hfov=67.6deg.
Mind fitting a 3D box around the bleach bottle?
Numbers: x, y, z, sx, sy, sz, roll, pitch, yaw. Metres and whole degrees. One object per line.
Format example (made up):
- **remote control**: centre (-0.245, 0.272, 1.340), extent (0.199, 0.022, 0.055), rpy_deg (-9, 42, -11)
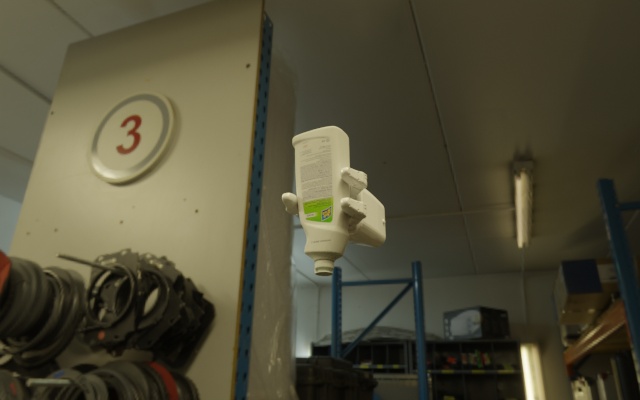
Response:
- **bleach bottle**: centre (0.000, 0.003, 0.808), extent (0.102, 0.250, 0.068), rpy_deg (-12, -26, 29)
